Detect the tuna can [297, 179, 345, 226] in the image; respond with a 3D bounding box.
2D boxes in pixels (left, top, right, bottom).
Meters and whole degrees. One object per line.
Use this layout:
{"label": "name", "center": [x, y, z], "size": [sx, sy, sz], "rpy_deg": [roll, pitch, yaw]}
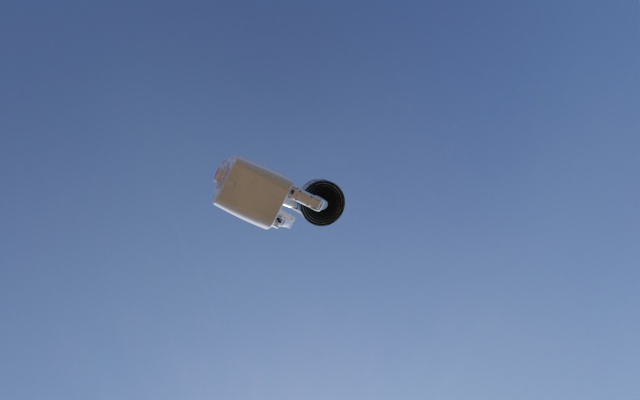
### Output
{"label": "tuna can", "center": [0.000, 0.003, 0.891], "size": [0.086, 0.086, 0.033], "rpy_deg": [0, 10, -16]}
